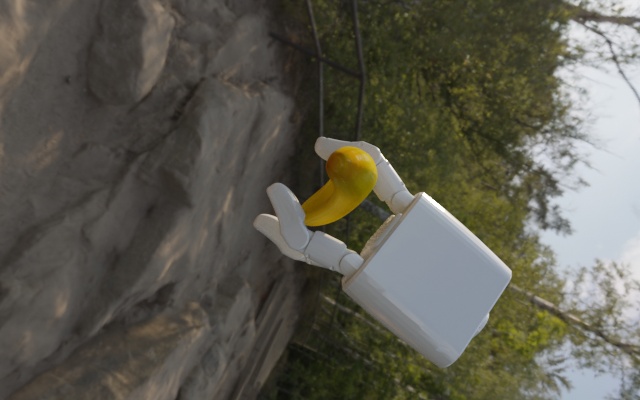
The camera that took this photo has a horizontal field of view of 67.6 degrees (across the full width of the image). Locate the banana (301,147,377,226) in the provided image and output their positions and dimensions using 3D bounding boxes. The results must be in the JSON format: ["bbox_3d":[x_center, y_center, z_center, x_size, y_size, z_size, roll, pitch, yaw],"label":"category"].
[{"bbox_3d":[0.014,-0.007,0.419,0.069,0.037,0.198,-31,-7,-22],"label":"banana"}]
